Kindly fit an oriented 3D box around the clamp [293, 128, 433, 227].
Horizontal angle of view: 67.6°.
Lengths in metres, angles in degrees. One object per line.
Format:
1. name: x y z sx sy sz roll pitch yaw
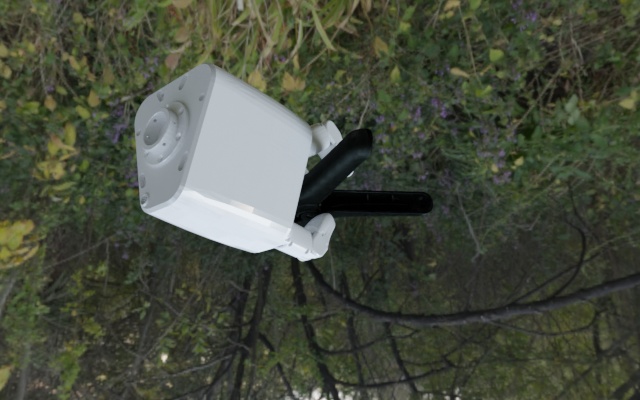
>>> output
1. clamp: 0.000 0.002 0.480 0.210 0.036 0.165 -18 -29 32
